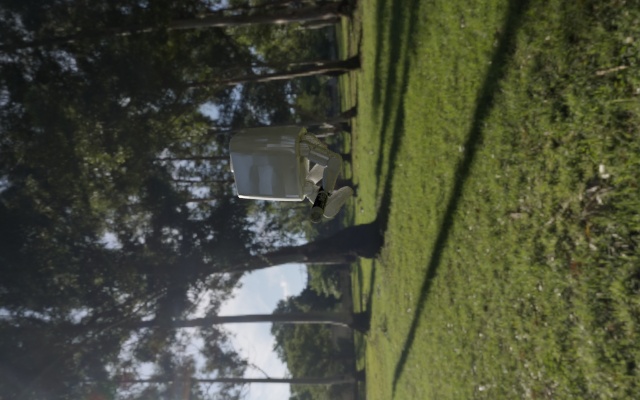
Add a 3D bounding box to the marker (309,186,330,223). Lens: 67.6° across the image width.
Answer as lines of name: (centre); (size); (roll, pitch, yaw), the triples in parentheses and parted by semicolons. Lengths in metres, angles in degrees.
marker: (0.000, 0.002, 0.698); (0.020, 0.020, 0.121); (0, 19, 7)
